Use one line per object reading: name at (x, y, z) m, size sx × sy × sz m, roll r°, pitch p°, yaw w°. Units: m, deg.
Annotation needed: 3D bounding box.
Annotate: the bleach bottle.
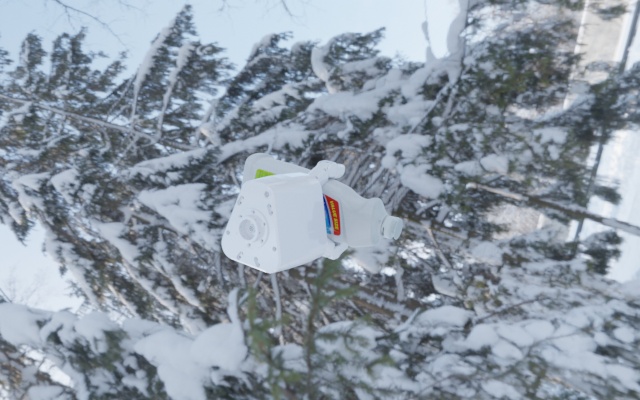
bleach bottle at (0.000, 0.002, 0.701) m, size 0.251 × 0.102 × 0.068 m, roll 15°, pitch 13°, yaw 28°
